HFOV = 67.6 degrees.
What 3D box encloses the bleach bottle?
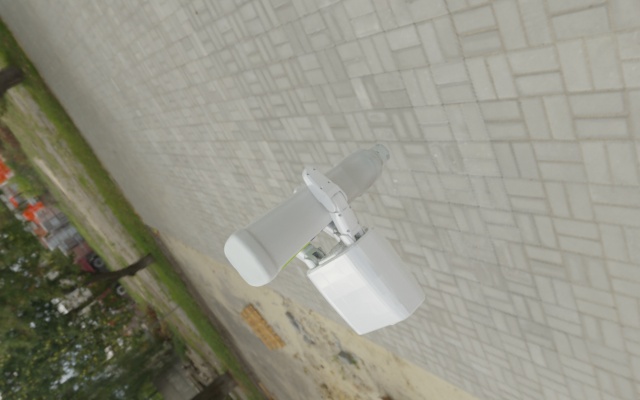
[{"bbox_3d":[0.000,0.002,0.595,0.250,0.068,0.102,-39,0,-26],"label":"bleach bottle"}]
